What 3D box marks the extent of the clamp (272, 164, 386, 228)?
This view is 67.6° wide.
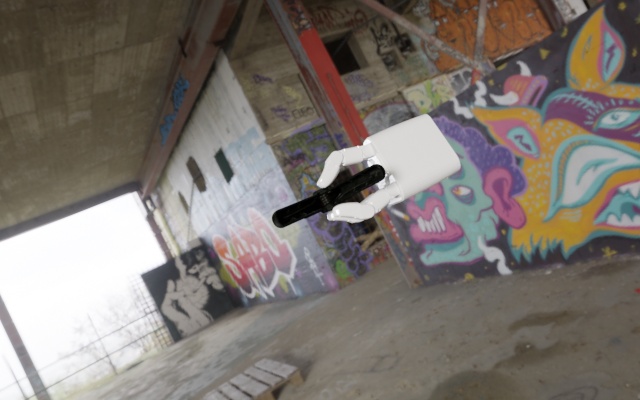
[{"bbox_3d":[0.000,0.002,0.720,0.164,0.036,0.210,-24,-2,-10],"label":"clamp"}]
